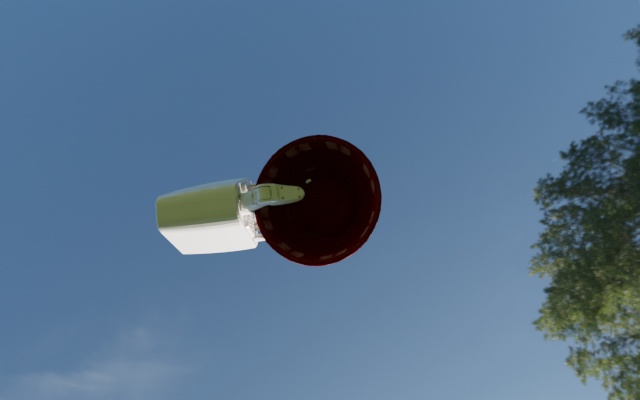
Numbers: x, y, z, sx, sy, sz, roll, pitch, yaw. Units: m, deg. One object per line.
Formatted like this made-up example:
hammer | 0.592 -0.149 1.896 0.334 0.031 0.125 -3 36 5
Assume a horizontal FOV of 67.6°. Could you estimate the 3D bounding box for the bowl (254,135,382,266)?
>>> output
bowl | 0.001 0.002 0.603 0.162 0.162 0.055 0 -8 15
